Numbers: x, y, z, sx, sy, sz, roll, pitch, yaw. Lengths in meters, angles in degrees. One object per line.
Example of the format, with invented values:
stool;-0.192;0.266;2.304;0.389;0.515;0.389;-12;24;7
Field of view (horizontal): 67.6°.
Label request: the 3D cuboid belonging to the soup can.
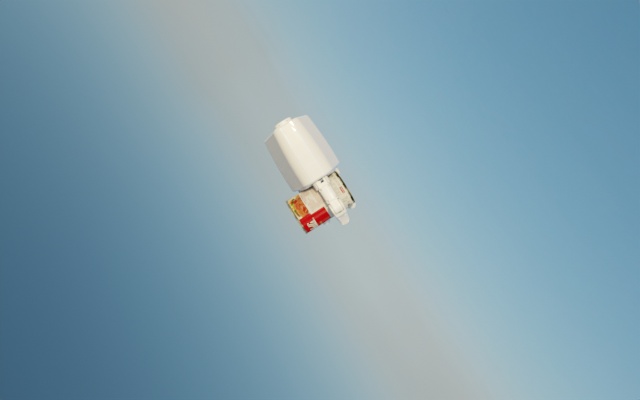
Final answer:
soup can;0.001;0.003;0.829;0.102;0.068;0.068;-32;0;-1
